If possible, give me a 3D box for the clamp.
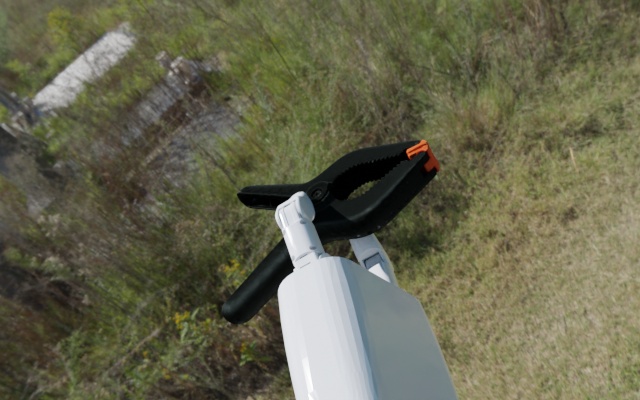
[{"bbox_3d":[0.000,0.001,0.426,0.210,0.036,0.164,-31,37,12],"label":"clamp"}]
